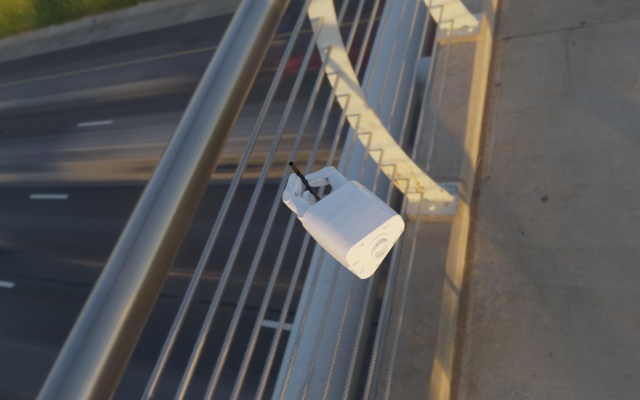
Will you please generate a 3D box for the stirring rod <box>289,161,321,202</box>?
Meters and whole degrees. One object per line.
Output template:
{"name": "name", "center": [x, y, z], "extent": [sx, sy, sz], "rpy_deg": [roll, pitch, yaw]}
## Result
{"name": "stirring rod", "center": [0.000, 0.003, 0.849], "extent": [0.011, 0.011, 0.240], "rpy_deg": [0, -31, 27]}
